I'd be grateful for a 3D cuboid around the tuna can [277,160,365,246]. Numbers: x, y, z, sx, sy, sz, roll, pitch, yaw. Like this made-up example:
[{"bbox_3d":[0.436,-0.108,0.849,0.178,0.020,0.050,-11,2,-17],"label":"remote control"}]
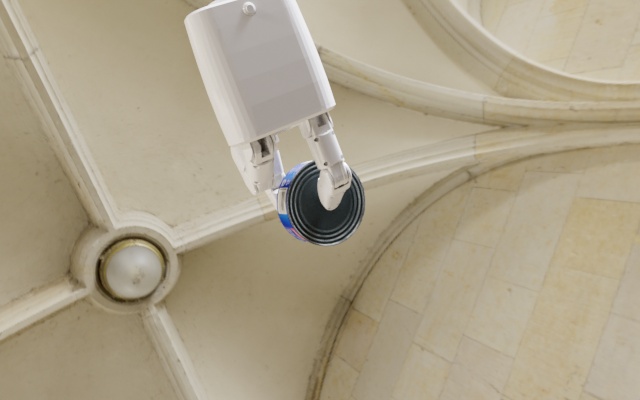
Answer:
[{"bbox_3d":[0.000,0.002,0.478,0.086,0.086,0.034,0,1,-26],"label":"tuna can"}]
